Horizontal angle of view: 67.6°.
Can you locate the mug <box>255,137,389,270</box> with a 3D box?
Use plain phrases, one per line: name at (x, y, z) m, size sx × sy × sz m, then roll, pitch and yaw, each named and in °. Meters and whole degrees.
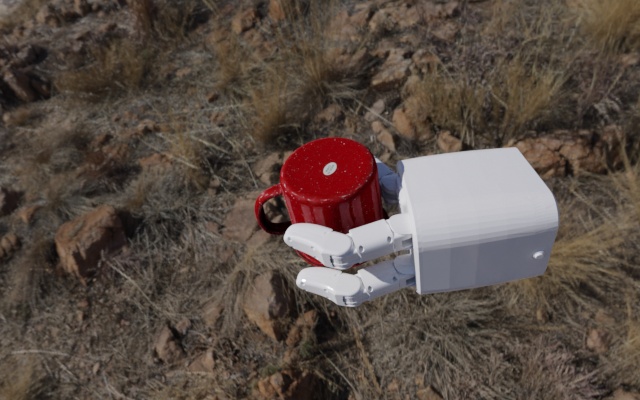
mug at (-0.001, 0.001, 0.418) m, size 0.117 × 0.093 × 0.082 m, roll -9°, pitch -45°, yaw 5°
